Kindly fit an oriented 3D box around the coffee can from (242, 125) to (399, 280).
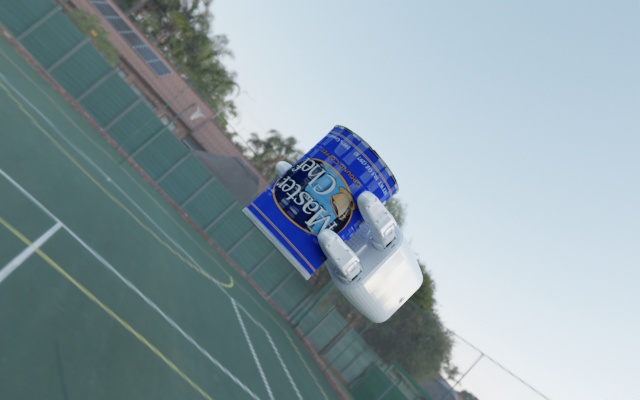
[{"bbox_3d":[0.000,0.002,0.522,0.140,0.103,0.103,-43,7,-8],"label":"coffee can"}]
